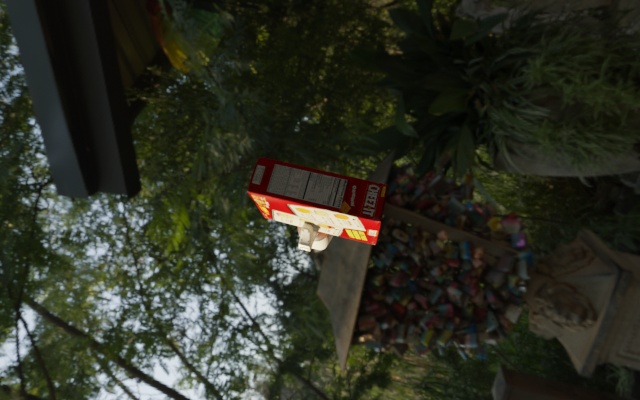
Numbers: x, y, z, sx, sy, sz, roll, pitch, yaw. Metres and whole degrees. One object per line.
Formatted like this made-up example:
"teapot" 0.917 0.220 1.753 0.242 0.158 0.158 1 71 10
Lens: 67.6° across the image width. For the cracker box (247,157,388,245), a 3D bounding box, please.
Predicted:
"cracker box" 0.000 0.003 0.808 0.213 0.072 0.164 13 -16 7
